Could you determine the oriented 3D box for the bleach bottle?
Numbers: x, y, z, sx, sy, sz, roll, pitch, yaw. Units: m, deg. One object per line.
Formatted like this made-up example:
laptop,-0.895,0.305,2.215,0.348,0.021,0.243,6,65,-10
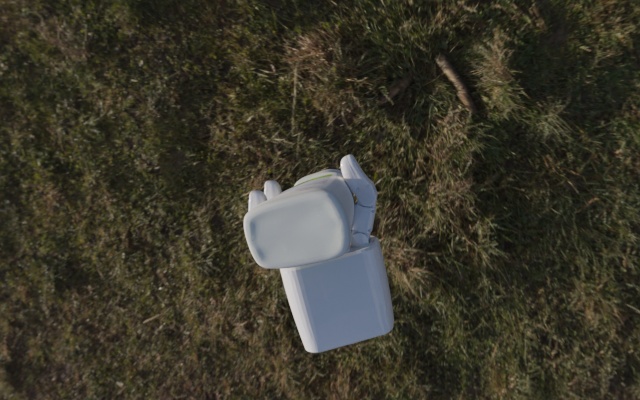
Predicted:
bleach bottle,0.000,0.002,0.550,0.102,0.068,0.250,-13,10,14
